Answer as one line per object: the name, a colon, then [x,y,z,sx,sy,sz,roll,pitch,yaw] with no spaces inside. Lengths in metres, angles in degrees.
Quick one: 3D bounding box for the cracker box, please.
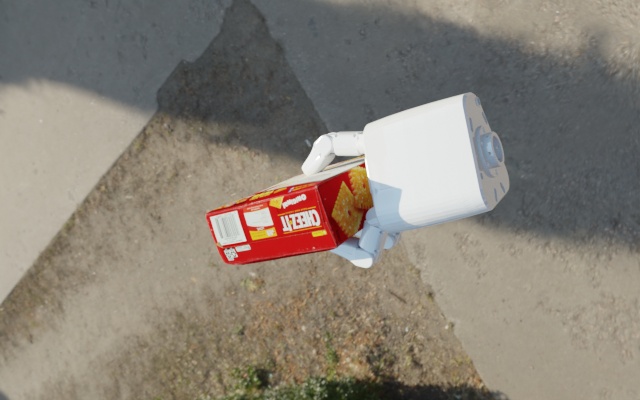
cracker box: [0.000,0.002,0.570,0.164,0.072,0.213,-13,8,36]
